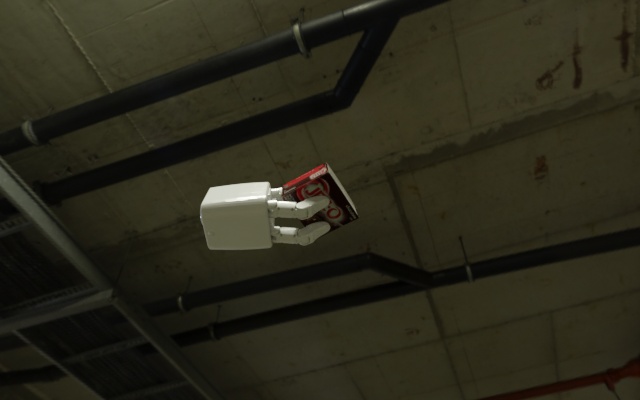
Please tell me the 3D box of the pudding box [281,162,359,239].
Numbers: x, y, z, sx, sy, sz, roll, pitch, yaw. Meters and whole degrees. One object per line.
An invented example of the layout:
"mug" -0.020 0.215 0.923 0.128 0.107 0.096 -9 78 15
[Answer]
"pudding box" 0.000 0.003 0.808 0.090 0.113 0.039 -27 36 14
